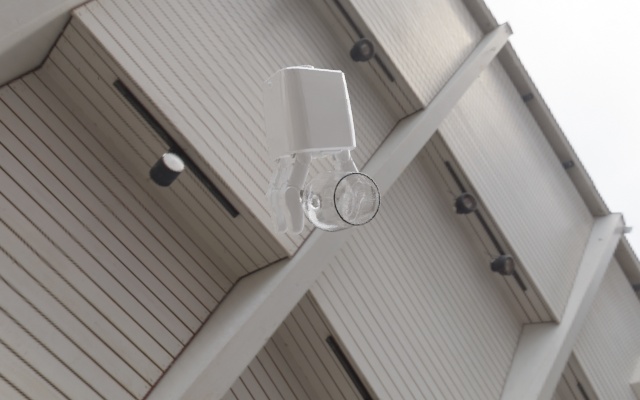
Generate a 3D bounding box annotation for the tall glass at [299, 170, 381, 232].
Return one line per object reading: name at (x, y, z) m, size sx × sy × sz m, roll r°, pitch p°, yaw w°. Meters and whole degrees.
tall glass at (0.000, 0.002, 0.636) m, size 0.079 × 0.079 × 0.201 m, roll 0°, pitch -2°, yaw -25°
